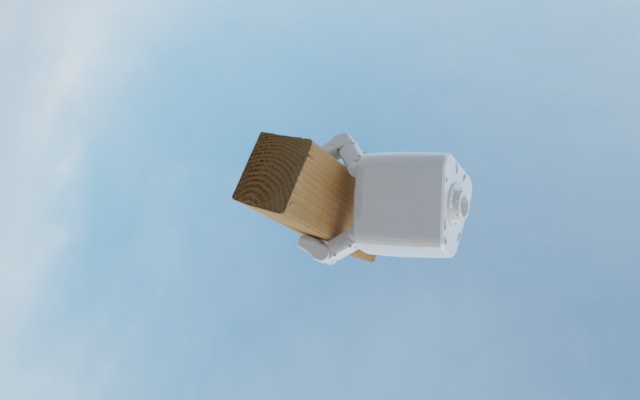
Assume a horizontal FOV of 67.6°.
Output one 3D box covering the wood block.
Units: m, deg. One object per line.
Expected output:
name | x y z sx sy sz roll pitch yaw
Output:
wood block | 0.000 0.002 0.614 0.090 0.091 0.206 15 -12 39
